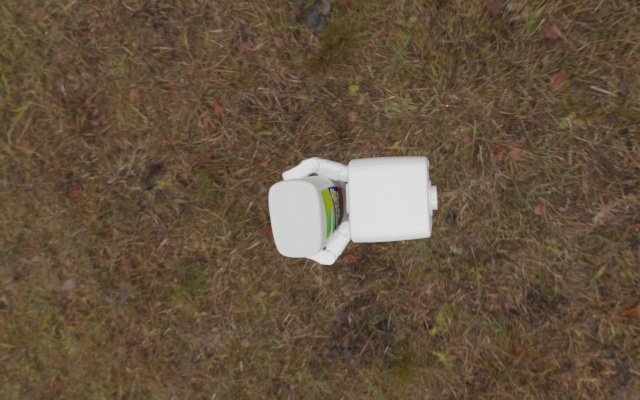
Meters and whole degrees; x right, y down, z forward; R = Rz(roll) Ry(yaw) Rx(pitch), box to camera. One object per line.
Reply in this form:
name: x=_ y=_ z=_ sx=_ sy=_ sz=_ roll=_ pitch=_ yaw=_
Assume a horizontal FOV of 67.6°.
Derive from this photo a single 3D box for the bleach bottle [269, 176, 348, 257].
bleach bottle: x=0.000 y=0.002 z=0.702 sx=0.068 sy=0.102 sz=0.251 roll=-3 pitch=10 yaw=15
